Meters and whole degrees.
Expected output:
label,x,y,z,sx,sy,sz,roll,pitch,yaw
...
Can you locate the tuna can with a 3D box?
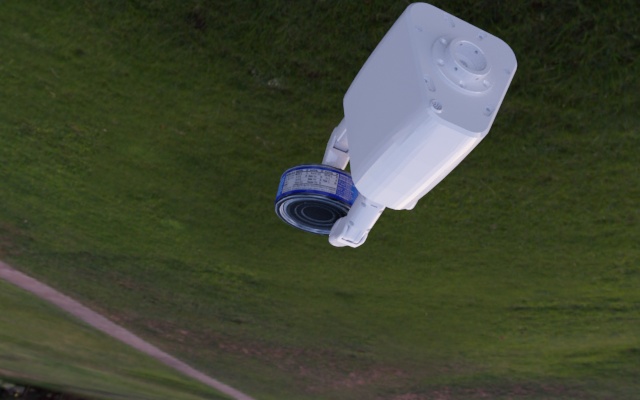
label,x,y,z,sx,sy,sz,roll,pitch,yaw
tuna can,0.000,0.002,0.459,0.086,0.033,0.086,9,-27,5
